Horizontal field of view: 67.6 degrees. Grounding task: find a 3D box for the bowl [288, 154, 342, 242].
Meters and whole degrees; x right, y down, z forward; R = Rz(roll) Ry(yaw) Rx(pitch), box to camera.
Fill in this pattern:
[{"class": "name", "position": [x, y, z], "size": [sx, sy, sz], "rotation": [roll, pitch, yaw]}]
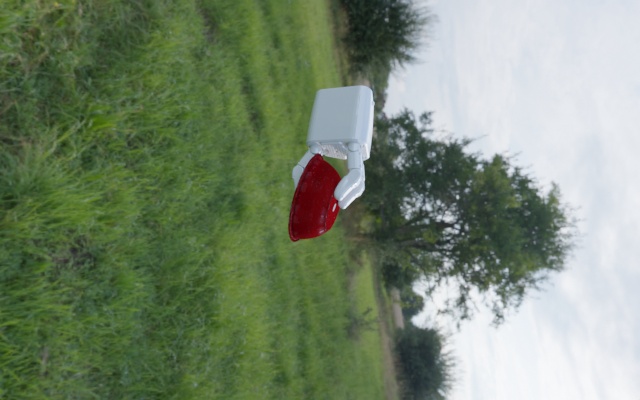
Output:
[{"class": "bowl", "position": [0.000, 0.004, 0.834], "size": [0.055, 0.162, 0.162], "rotation": [17, 4, 13]}]
